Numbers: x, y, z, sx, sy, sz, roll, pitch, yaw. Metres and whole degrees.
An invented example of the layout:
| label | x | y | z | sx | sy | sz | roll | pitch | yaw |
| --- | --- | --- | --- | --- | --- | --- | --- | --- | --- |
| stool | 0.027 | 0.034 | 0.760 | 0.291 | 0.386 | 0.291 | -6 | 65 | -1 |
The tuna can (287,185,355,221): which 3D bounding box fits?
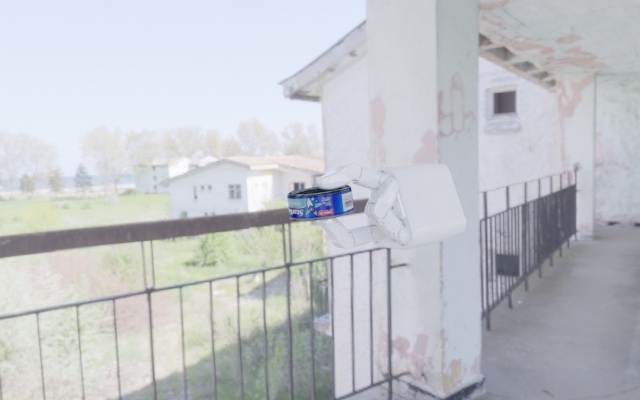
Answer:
| label | x | y | z | sx | sy | sz | roll | pitch | yaw |
| --- | --- | --- | --- | --- | --- | --- | --- | --- | --- |
| tuna can | 0.000 | 0.001 | 0.620 | 0.086 | 0.034 | 0.086 | -7 | 7 | 1 |
